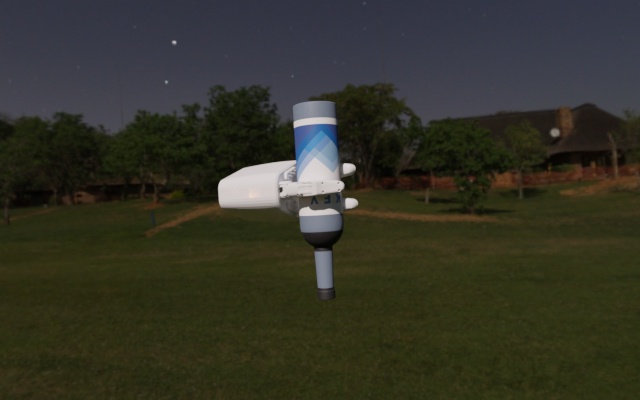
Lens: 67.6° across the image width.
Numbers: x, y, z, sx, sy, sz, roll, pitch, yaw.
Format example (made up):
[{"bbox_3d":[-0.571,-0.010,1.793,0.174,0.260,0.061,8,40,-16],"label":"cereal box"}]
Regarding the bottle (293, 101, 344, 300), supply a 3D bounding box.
[{"bbox_3d":[0.000,0.002,0.727,0.069,0.295,0.069,-4,0,0],"label":"bottle"}]
